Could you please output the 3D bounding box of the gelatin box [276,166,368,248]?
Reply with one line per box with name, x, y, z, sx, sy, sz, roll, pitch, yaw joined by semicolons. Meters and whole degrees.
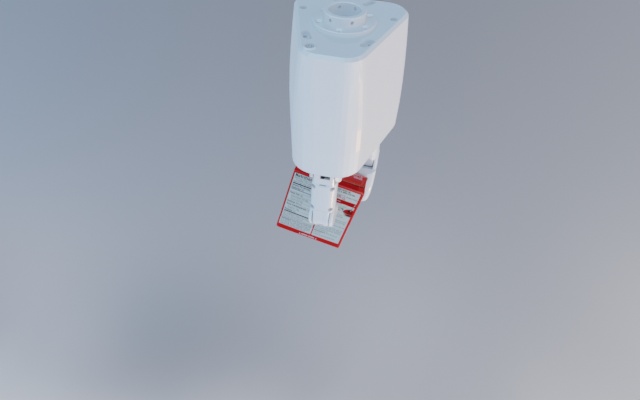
gelatin box;0.000;0.002;0.498;0.073;0.089;0.030;19;42;-2
